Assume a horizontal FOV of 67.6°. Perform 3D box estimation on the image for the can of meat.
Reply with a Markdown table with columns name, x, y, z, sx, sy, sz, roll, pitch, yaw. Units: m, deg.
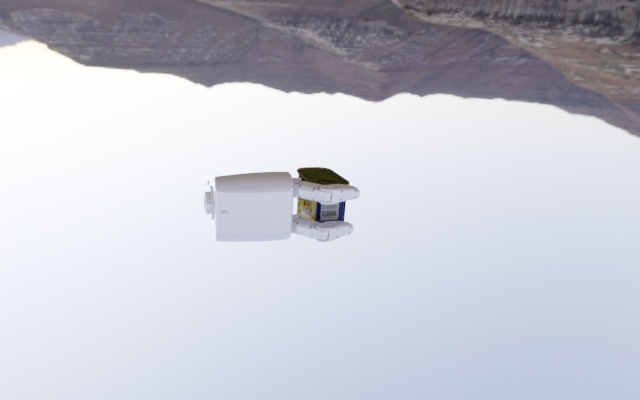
| name | x | y | z | sx | sy | sz | roll | pitch | yaw |
| --- | --- | --- | --- | --- | --- | --- | --- | --- | --- |
| can of meat | 0.000 | 0.003 | 0.720 | 0.057 | 0.084 | 0.102 | -3 | 19 | -22 |
